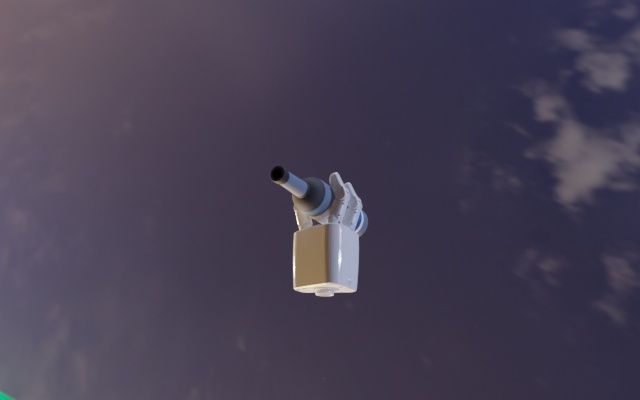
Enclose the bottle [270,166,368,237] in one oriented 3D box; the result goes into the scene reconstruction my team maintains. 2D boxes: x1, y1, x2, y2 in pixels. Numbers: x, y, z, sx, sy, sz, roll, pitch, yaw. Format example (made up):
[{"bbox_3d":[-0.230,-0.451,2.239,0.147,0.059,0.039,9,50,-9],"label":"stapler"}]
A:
[{"bbox_3d":[0.000,0.003,0.872,0.069,0.069,0.296,0,-18,29],"label":"bottle"}]
